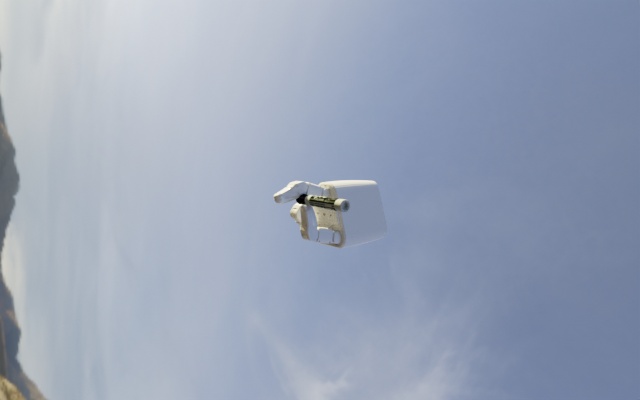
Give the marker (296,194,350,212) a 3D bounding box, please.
[{"bbox_3d":[0.000,0.002,0.739,0.020,0.020,0.121,0,5,-37],"label":"marker"}]
